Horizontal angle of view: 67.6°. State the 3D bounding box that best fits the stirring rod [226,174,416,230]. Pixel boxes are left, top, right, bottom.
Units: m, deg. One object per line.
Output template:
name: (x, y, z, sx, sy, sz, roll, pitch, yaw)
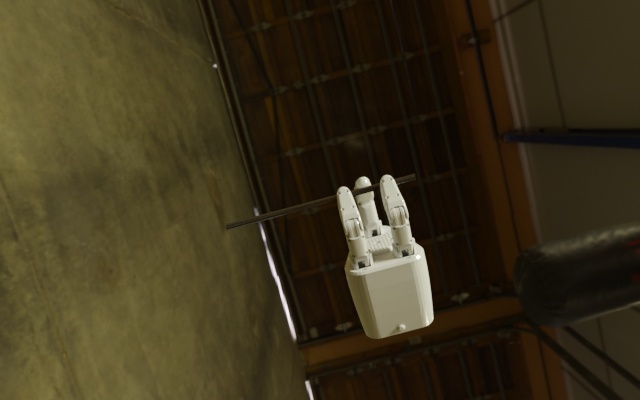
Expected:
stirring rod: (0.000, 0.002, 0.589, 0.239, 0.011, 0.011, -15, 0, 1)
